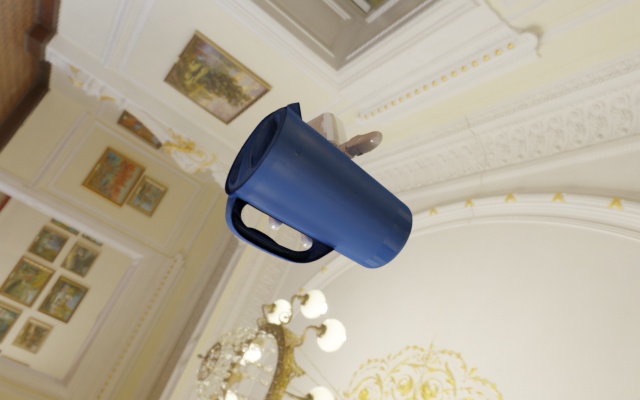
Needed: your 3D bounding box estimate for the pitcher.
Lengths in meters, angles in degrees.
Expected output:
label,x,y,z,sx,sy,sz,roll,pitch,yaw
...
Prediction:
label,x,y,z,sx,sy,sz,roll,pitch,yaw
pitcher,0.000,0.002,0.637,0.243,0.149,0.145,34,28,-23
